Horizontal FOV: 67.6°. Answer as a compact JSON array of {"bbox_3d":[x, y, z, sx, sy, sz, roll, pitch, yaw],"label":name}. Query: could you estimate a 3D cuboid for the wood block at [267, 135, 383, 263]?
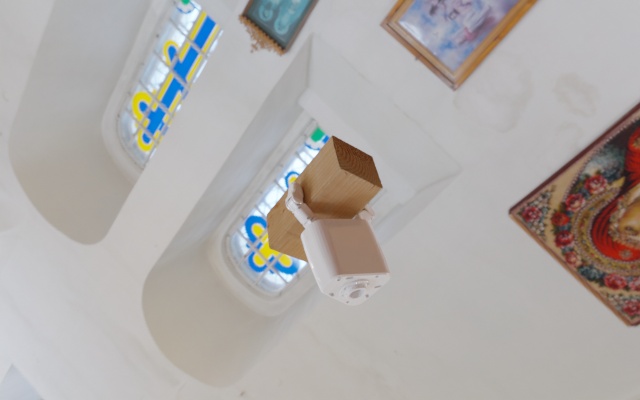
[{"bbox_3d":[0.000,0.003,0.821,0.091,0.090,0.206,24,-56,-28],"label":"wood block"}]
